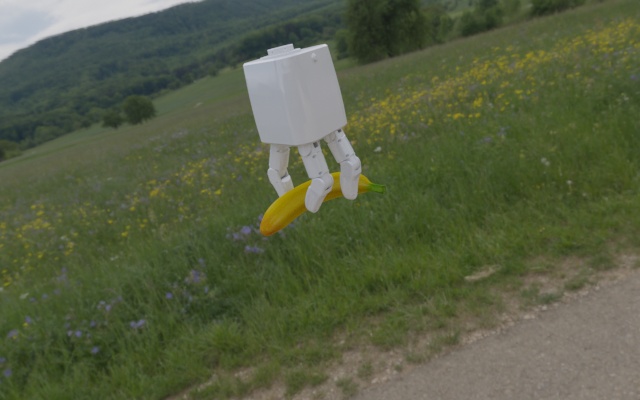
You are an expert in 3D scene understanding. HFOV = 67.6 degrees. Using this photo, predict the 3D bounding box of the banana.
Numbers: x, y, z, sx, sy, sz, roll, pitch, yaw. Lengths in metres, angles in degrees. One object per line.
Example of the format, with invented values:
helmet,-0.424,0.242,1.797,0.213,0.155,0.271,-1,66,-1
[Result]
banana,-0.006,-0.004,0.671,0.198,0.037,0.069,-21,27,-24
